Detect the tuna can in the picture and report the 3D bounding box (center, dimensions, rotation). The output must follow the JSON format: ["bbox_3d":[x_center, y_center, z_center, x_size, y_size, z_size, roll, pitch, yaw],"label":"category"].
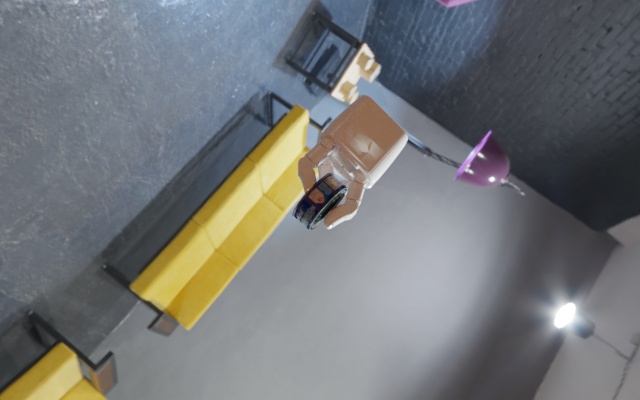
[{"bbox_3d":[0.000,0.003,0.701,0.033,0.086,0.086,42,9,11],"label":"tuna can"}]
